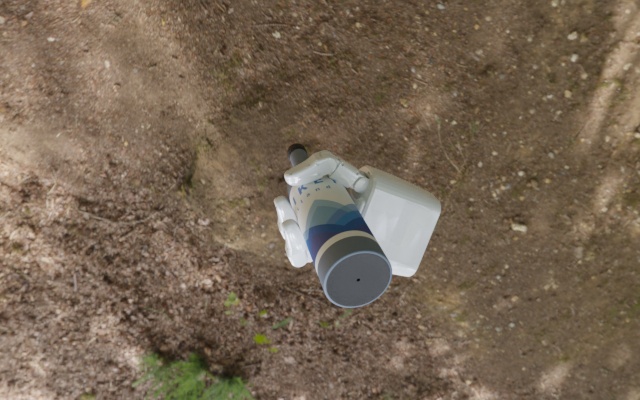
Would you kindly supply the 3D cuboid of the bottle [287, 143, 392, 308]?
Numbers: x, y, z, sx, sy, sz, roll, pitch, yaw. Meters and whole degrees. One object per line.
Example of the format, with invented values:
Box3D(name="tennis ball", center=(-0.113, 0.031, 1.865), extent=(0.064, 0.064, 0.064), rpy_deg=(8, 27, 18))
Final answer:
Box3D(name="bottle", center=(0.000, 0.002, 0.561), extent=(0.069, 0.069, 0.295), rpy_deg=(0, 29, -16))
